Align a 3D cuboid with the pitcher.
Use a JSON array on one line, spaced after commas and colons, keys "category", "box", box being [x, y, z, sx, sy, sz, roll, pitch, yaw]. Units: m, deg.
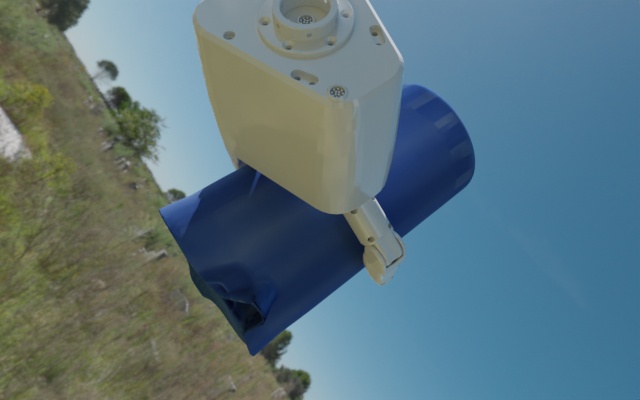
[{"category": "pitcher", "box": [0.000, 0.001, 0.406, 0.243, 0.149, 0.145, -33, -23, -15]}]
